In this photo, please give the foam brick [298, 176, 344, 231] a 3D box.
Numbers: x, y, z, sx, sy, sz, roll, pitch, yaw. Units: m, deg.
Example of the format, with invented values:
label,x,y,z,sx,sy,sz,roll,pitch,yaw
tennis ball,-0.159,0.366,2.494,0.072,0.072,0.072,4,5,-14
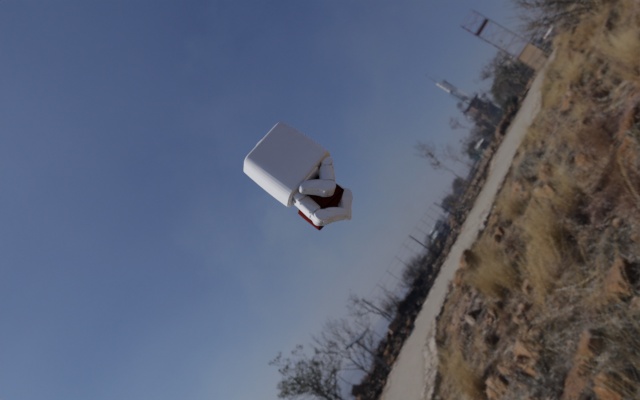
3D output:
label,x,y,z,sx,sy,sz,roll,pitch,yaw
foam brick,0.000,0.003,0.831,0.051,0.053,0.078,36,-33,13
